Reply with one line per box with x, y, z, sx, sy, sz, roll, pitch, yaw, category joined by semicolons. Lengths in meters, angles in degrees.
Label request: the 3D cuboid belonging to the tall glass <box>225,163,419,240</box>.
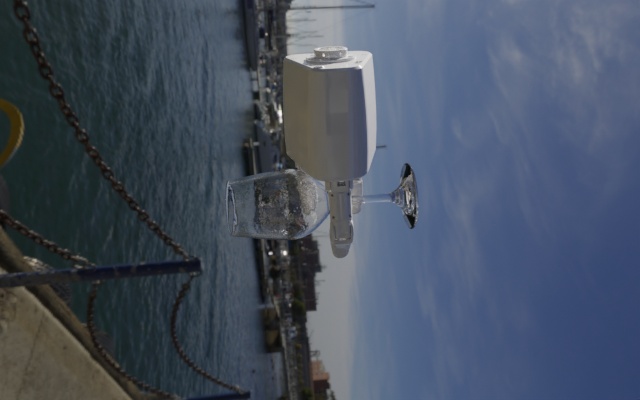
0.001;0.002;0.527;0.201;0.079;0.079;-4;0;-3;tall glass
